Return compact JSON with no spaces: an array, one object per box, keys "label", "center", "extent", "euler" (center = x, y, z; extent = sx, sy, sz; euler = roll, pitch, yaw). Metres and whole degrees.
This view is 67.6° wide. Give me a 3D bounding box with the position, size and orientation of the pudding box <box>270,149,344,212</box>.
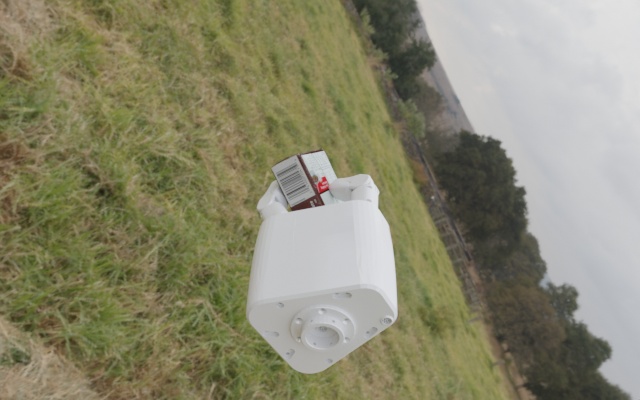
[{"label":"pudding box","center":[0.000,0.002,0.523],"extent":[0.039,0.113,0.090],"euler":[-24,1,18]}]
